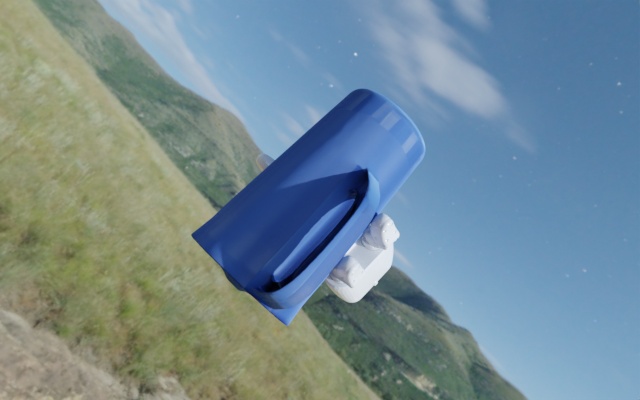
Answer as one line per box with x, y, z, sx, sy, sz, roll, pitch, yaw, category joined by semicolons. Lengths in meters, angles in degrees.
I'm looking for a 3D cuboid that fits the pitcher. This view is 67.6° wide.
0.000;0.002;0.494;0.149;0.243;0.145;39;-11;22;pitcher
